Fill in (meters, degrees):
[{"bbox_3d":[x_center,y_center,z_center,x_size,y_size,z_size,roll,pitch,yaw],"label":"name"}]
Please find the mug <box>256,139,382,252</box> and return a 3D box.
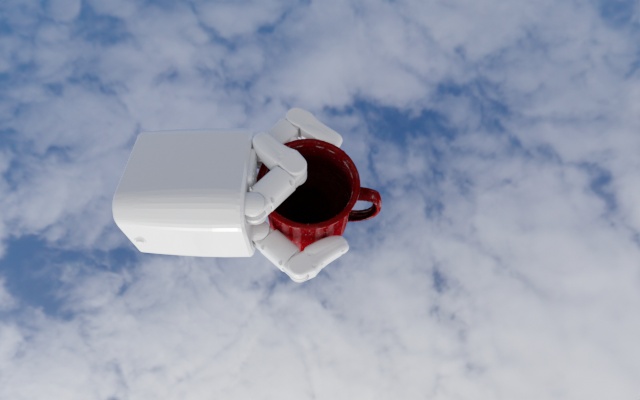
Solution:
[{"bbox_3d":[0.002,0.002,0.462,0.117,0.093,0.081,2,-27,-1],"label":"mug"}]
